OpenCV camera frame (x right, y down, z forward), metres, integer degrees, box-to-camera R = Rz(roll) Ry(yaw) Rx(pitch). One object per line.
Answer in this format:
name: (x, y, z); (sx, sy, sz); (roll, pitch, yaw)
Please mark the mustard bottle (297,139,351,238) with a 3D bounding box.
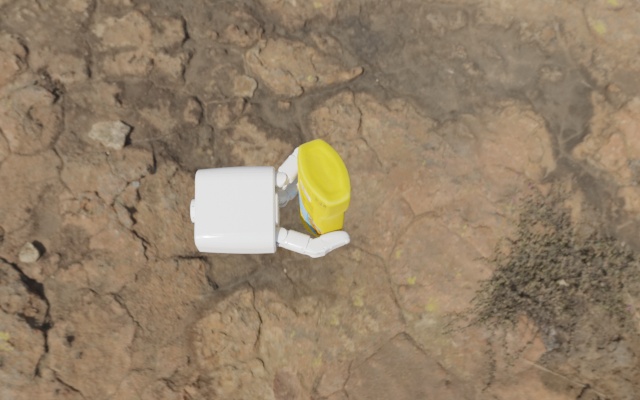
mustard bottle: (0.000, 0.002, 0.669); (0.058, 0.096, 0.192); (-23, -21, -13)
